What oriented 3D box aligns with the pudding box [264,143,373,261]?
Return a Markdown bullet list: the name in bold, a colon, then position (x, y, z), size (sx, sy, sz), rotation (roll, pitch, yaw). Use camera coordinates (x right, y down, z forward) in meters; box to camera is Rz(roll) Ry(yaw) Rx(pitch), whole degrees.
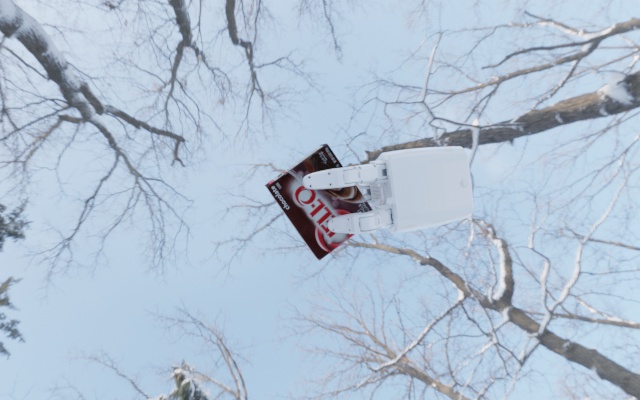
- **pudding box**: position (0.000, 0.002, 0.581), size (0.090, 0.113, 0.039), rotation (-37, 8, -8)
